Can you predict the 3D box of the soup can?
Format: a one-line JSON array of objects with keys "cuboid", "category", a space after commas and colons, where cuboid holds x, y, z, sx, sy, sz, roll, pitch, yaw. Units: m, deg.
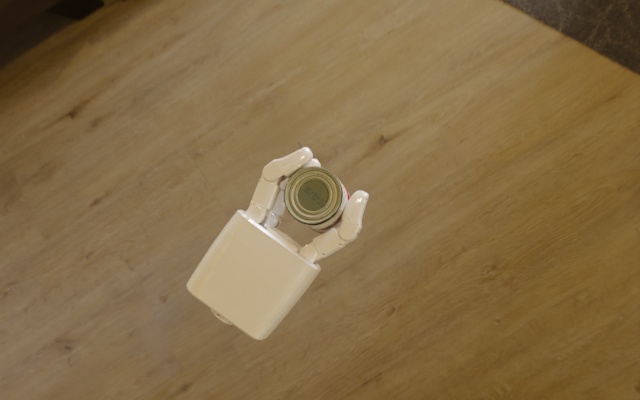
[{"cuboid": [0.000, 0.001, 0.569, 0.068, 0.068, 0.102, 0, -9, 11], "category": "soup can"}]
